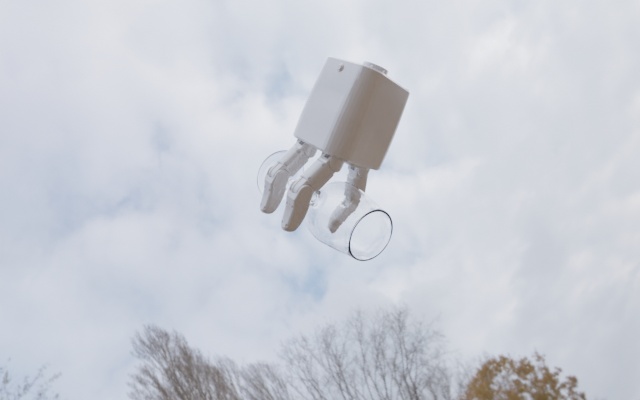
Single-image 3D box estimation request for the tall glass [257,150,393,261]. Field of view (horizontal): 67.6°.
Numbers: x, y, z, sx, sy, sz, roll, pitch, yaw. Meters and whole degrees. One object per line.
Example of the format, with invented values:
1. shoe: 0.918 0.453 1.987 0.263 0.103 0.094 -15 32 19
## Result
1. tall glass: 0.000 0.002 0.590 0.079 0.079 0.201 0 22 -37
